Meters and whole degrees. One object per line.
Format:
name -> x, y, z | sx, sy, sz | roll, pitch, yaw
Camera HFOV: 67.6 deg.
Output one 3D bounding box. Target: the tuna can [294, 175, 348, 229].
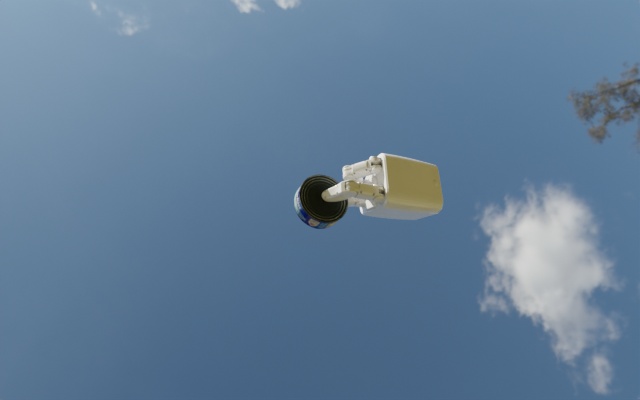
tuna can -> 0.000, 0.003, 0.787 | 0.086, 0.086, 0.034 | 0, -24, -24
